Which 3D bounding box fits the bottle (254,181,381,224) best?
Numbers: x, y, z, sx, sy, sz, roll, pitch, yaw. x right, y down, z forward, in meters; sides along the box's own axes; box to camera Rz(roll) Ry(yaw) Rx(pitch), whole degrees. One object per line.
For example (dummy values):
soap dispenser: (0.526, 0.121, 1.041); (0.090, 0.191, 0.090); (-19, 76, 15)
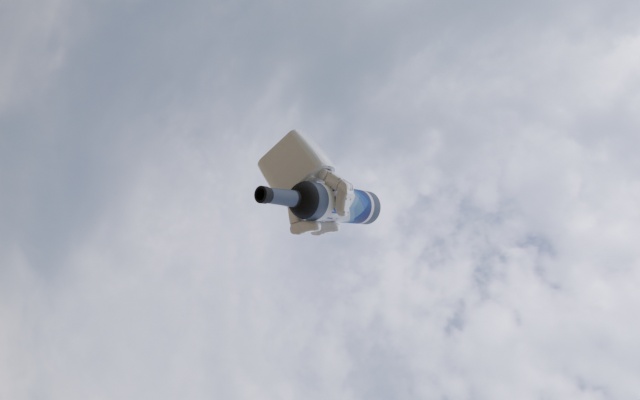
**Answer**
bottle: (0.000, 0.003, 0.841); (0.069, 0.069, 0.296); (0, -5, 39)
